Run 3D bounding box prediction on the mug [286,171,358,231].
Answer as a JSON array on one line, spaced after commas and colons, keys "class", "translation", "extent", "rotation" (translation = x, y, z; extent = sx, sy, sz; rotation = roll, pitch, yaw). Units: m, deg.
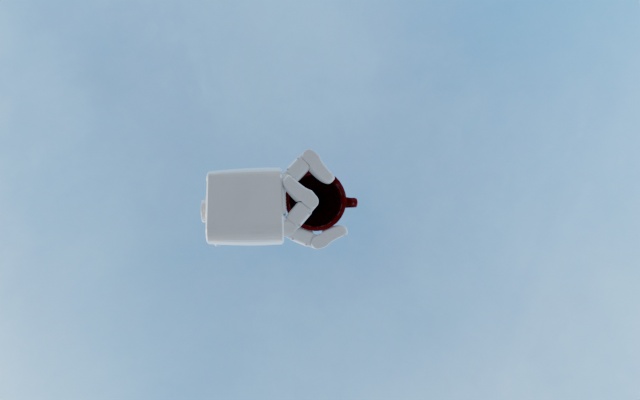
[{"class": "mug", "translation": [0.002, 0.002, 0.755], "extent": [0.117, 0.093, 0.081], "rotation": [-1, -5, -7]}]
